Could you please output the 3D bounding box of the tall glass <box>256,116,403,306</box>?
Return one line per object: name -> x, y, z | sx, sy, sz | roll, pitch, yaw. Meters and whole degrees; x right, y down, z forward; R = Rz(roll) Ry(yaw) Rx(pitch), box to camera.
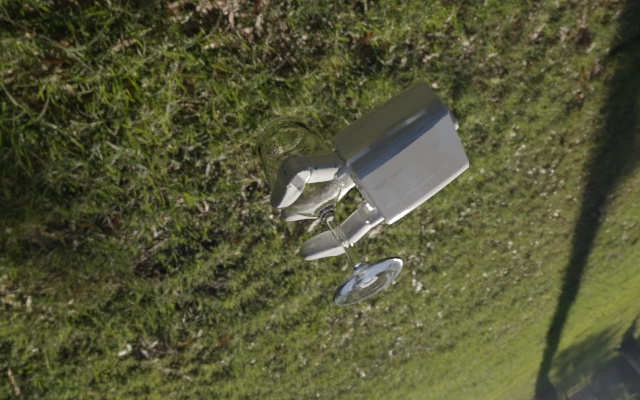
tall glass -> 0.000, 0.002, 0.487 | 0.079, 0.201, 0.079 | -23, -31, -15
